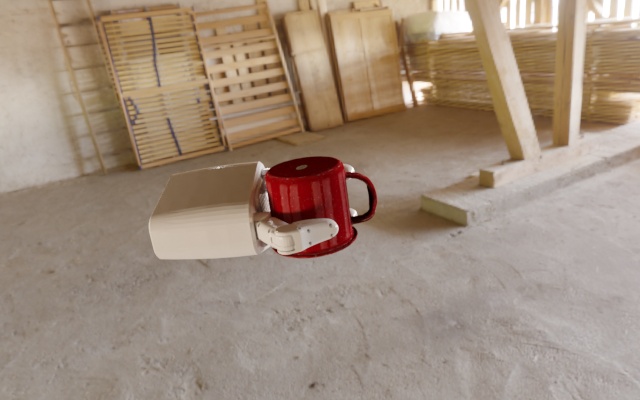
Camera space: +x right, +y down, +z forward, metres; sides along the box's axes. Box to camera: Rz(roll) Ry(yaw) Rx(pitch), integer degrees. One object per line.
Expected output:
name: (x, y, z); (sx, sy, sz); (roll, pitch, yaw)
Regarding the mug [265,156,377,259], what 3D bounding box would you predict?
mug: (0.001, 0.001, 0.494); (0.117, 0.081, 0.093); (-7, 19, 4)
